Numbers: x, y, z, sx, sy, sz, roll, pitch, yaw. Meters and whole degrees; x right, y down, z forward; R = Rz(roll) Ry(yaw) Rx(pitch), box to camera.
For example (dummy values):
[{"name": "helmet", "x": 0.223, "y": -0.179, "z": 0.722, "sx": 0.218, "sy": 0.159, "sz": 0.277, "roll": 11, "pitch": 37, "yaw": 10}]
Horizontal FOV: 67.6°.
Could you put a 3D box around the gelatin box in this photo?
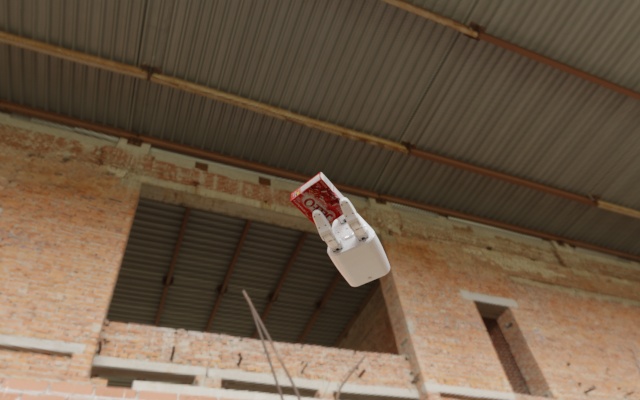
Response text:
[{"name": "gelatin box", "x": 0.000, "y": 0.002, "z": 0.880, "sx": 0.073, "sy": 0.089, "sz": 0.030, "roll": -35, "pitch": 27, "yaw": 18}]
